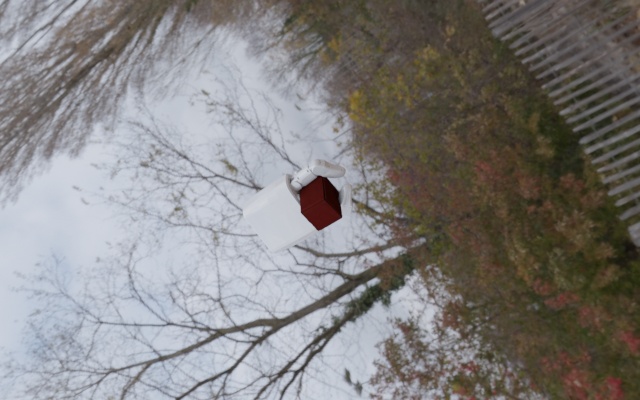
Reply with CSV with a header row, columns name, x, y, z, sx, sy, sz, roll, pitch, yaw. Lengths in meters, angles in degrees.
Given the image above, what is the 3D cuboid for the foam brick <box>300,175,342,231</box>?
name,x,y,z,sx,sy,sz,roll,pitch,yaw
foam brick,0.000,0.003,0.818,0.051,0.053,0.078,-30,33,18
